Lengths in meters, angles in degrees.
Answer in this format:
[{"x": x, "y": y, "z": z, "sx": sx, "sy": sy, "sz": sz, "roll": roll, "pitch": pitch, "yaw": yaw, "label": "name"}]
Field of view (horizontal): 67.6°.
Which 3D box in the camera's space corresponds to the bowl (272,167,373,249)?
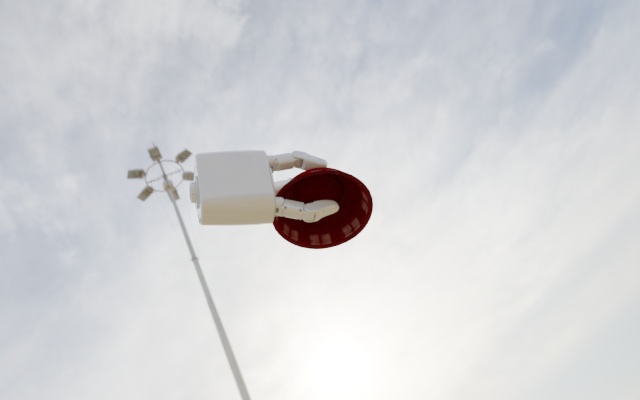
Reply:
[{"x": 0.001, "y": 0.003, "z": 0.764, "sx": 0.162, "sy": 0.162, "sz": 0.055, "roll": 0, "pitch": 39, "yaw": -8, "label": "bowl"}]
